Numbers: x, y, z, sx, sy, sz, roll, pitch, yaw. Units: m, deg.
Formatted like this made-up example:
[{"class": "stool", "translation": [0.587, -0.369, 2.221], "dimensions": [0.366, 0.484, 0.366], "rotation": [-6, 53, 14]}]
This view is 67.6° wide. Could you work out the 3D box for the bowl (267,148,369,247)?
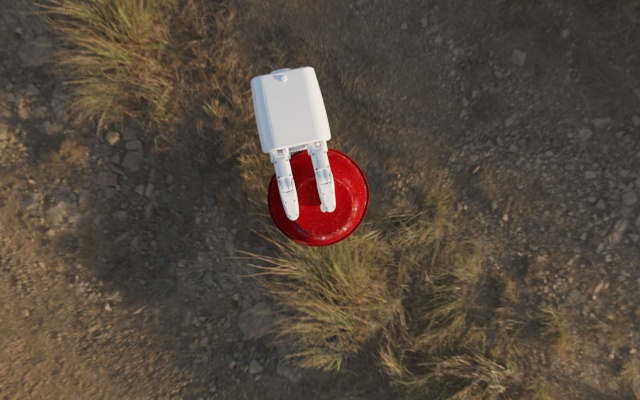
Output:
[{"class": "bowl", "translation": [0.001, 0.004, 0.727], "dimensions": [0.162, 0.162, 0.055], "rotation": [0, 14, -7]}]
